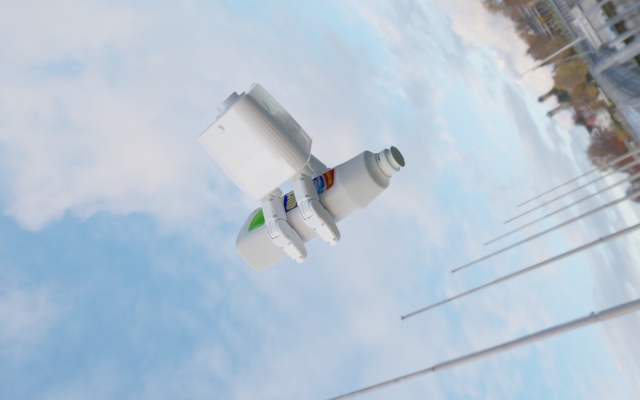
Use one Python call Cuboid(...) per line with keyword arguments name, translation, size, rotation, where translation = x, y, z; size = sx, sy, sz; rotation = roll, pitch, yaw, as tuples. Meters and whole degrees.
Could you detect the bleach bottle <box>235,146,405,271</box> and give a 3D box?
Cuboid(name="bleach bottle", translation=(0.000, 0.002, 0.615), size=(0.251, 0.068, 0.102), rotation=(-32, 19, 32))
